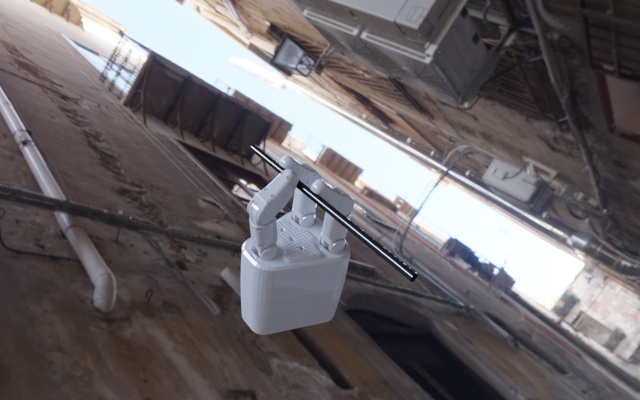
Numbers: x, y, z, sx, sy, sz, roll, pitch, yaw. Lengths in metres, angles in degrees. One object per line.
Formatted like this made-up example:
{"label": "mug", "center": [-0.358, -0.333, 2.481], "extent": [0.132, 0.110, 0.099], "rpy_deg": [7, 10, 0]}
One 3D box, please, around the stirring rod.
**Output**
{"label": "stirring rod", "center": [0.000, 0.002, 0.450], "extent": [0.011, 0.011, 0.239], "rpy_deg": [0, 30, -45]}
